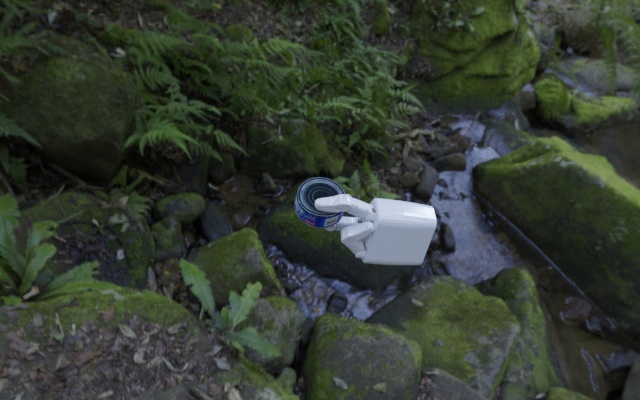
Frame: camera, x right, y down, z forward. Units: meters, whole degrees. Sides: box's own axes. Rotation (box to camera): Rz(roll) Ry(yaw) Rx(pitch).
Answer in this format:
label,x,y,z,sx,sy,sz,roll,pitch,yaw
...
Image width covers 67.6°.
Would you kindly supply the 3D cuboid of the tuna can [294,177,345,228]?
label,x,y,z,sx,sy,sz,roll,pitch,yaw
tuna can,0.000,0.002,0.807,0.086,0.086,0.034,0,-37,-11
